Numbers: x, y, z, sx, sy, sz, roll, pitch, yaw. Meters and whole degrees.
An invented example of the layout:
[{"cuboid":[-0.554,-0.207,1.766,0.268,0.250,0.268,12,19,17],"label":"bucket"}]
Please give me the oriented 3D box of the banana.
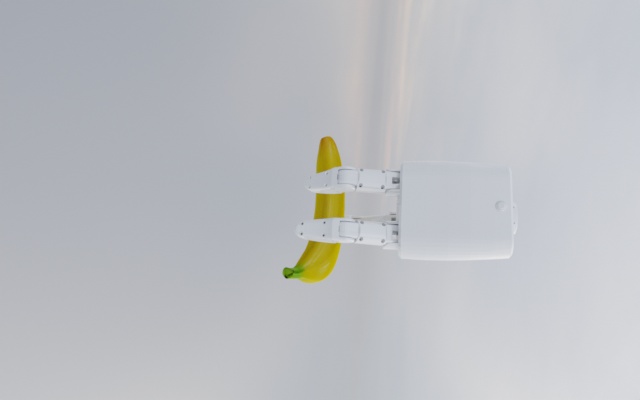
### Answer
[{"cuboid":[0.004,0.016,0.533,0.037,0.197,0.070,-3,-41,18],"label":"banana"}]
